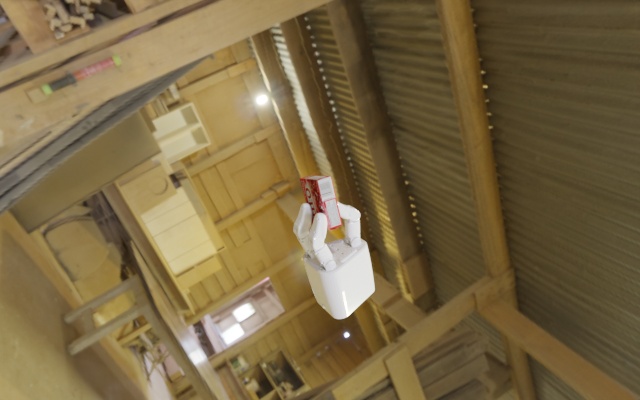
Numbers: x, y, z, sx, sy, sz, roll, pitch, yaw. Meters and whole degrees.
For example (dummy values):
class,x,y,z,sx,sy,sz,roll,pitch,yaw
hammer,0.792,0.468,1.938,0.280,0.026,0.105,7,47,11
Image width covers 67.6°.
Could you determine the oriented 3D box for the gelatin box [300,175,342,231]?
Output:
class,x,y,z,sx,sy,sz,roll,pitch,yaw
gelatin box,0.000,0.002,0.814,0.030,0.089,0.073,-18,12,-22
